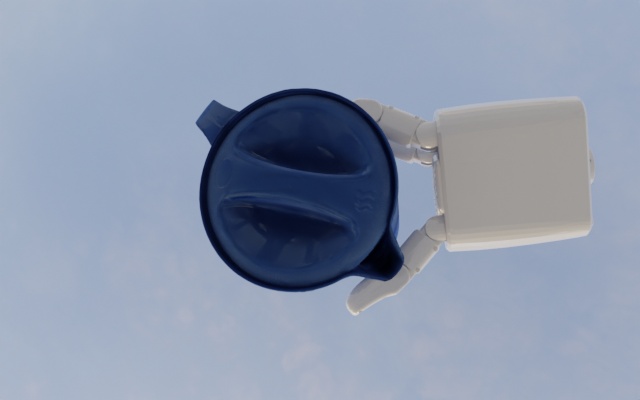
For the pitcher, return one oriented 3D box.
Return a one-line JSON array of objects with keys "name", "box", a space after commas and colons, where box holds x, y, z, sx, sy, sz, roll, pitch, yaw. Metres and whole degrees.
[{"name": "pitcher", "box": [0.000, 0.001, 0.418, 0.145, 0.149, 0.243, -8, -10, 11]}]
